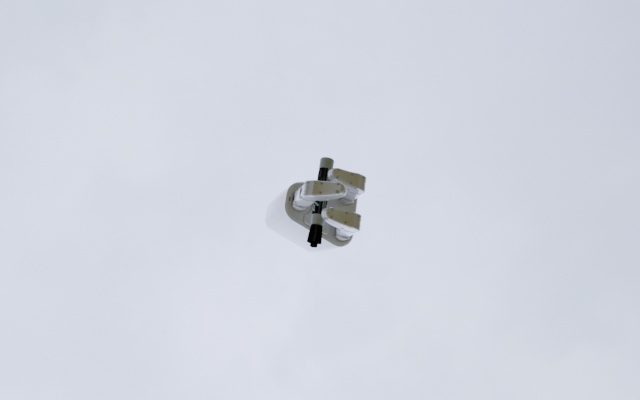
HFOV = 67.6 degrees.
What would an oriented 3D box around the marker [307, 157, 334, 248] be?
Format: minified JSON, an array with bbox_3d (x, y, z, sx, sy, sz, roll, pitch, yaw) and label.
[{"bbox_3d":[0.000,0.002,0.623,0.020,0.121,0.020,8,-17,3],"label":"marker"}]
